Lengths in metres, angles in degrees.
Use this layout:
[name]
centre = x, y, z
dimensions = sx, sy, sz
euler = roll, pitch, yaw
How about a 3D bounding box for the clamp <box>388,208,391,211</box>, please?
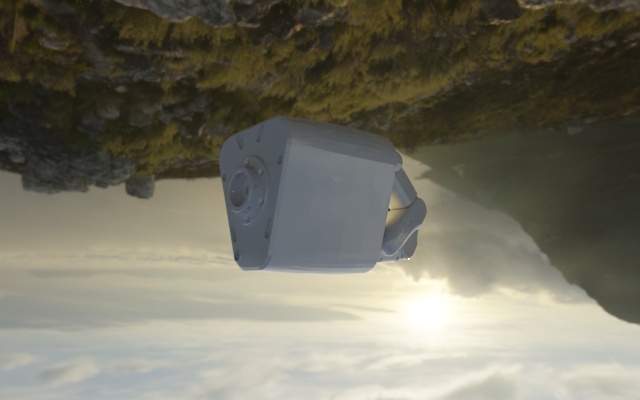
[clamp]
centre = 0.000, 0.002, 0.484
dimensions = 0.120, 0.039, 0.171
euler = 6, -11, -41
